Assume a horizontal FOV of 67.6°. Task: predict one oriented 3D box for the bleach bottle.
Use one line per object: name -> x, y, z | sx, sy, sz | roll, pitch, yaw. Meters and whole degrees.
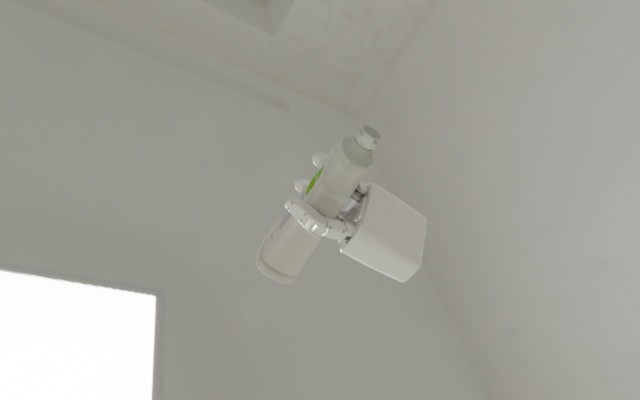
bleach bottle -> 0.000, 0.002, 0.672 | 0.068, 0.251, 0.102 | 30, 31, -11
